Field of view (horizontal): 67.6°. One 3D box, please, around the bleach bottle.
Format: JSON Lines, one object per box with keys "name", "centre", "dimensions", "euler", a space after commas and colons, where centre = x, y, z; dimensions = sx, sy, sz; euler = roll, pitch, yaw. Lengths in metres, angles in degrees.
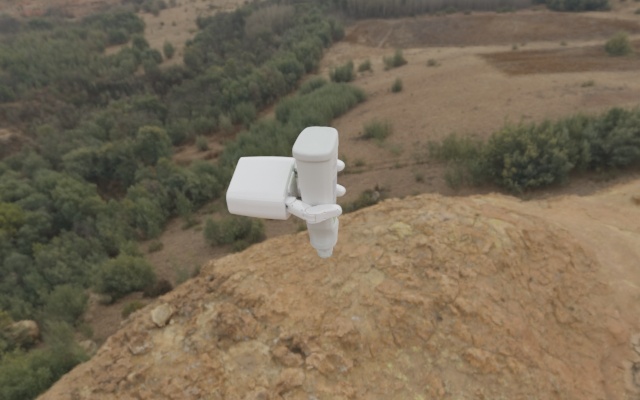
{"name": "bleach bottle", "centre": [0.000, 0.003, 0.843], "dimensions": [0.068, 0.251, 0.102], "euler": [4, 35, 11]}
